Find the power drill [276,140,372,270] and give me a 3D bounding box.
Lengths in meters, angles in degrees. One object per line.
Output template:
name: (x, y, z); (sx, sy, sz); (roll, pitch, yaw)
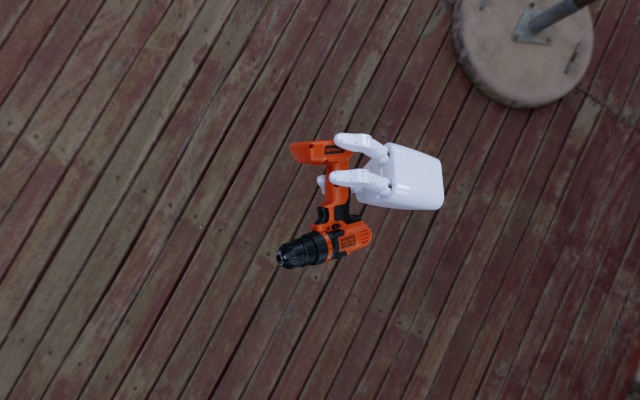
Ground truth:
power drill: (0.000, 0.002, 0.733); (0.184, 0.188, 0.057); (-12, 11, -44)
